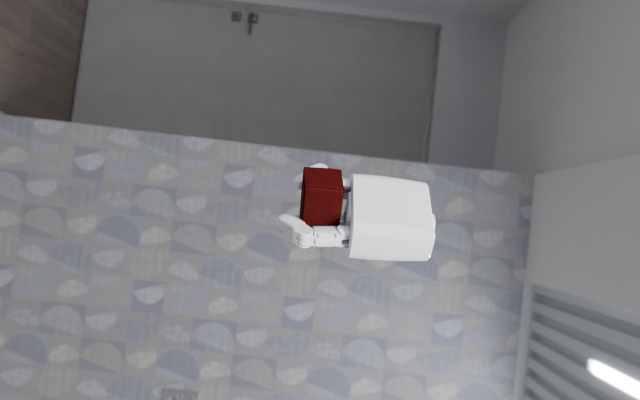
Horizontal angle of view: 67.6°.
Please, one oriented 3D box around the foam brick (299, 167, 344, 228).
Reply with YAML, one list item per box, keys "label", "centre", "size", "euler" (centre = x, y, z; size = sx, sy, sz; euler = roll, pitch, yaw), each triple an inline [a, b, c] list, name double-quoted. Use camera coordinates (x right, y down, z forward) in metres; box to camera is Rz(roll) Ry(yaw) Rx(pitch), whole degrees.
- label: "foam brick"
  centre: [0.000, 0.002, 0.622]
  size: [0.051, 0.078, 0.053]
  euler: [3, 34, -4]
